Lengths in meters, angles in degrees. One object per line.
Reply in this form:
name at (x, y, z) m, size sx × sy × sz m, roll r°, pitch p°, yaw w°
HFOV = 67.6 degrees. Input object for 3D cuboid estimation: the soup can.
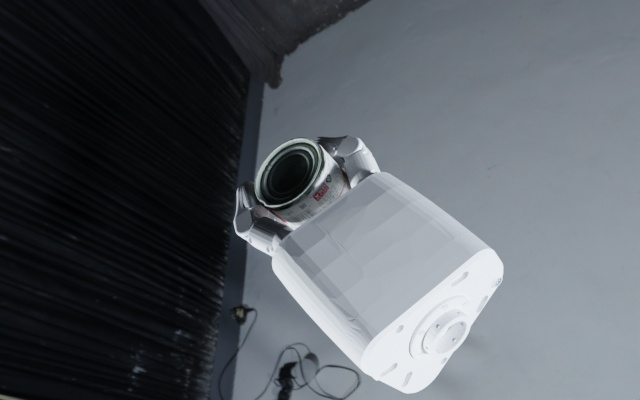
soup can at (0.000, 0.001, 0.412) m, size 0.068 × 0.068 × 0.102 m, roll 0°, pitch -29°, yaw 37°
